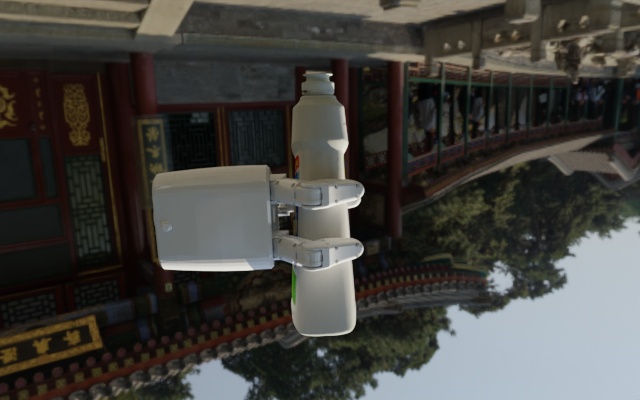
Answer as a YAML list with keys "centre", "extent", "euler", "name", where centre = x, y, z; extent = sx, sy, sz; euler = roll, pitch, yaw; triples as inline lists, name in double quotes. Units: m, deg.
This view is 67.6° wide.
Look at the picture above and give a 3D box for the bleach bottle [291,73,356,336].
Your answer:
- centre: [0.000, 0.002, 0.485]
  extent: [0.068, 0.251, 0.102]
  euler: [-2, 11, -3]
  name: "bleach bottle"
